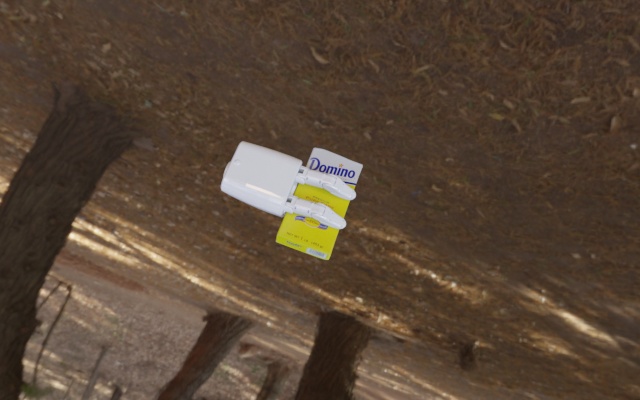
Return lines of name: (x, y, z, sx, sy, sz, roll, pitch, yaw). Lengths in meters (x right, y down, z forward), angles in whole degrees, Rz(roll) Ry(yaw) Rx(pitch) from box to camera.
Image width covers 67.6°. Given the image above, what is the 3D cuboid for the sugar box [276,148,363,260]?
sugar box: (0.000, 0.002, 0.802, 0.093, 0.176, 0.048, 21, -22, 0)
